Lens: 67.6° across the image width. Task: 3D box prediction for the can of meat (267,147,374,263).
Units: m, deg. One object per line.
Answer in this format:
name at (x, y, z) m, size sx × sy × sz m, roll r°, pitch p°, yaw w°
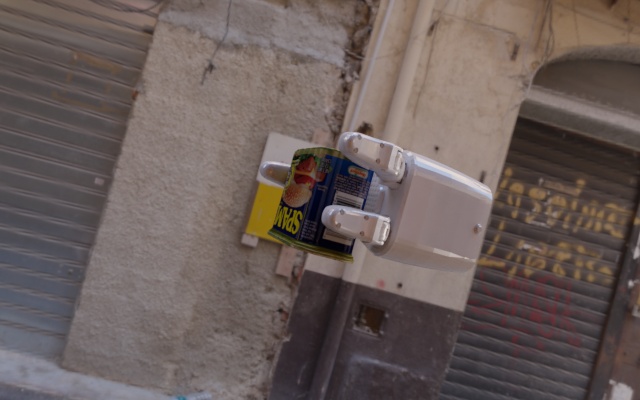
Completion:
can of meat at (0.000, 0.001, 0.418) m, size 0.057 × 0.084 × 0.102 m, roll 17°, pitch -2°, yaw -21°
